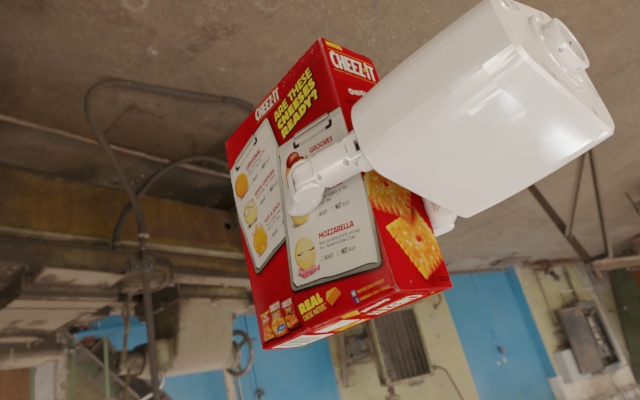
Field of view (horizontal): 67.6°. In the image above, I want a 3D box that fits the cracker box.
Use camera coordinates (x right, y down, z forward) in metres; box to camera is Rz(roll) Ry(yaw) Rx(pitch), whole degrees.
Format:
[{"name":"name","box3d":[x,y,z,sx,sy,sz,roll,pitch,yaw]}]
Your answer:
[{"name":"cracker box","box3d":[0.000,0.001,0.413,0.072,0.213,0.164,7,-31,-40]}]
